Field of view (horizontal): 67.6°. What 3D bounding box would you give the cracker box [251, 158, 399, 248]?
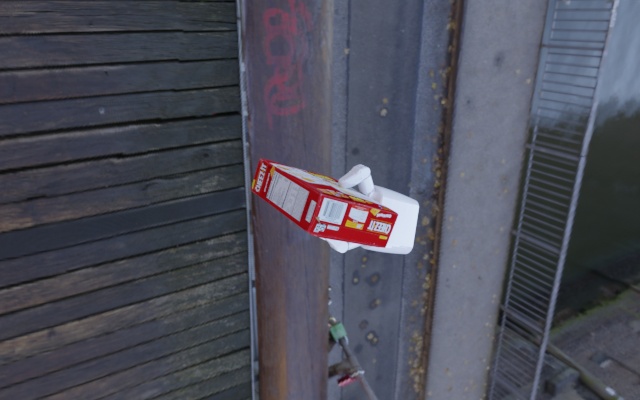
[{"bbox_3d":[0.000,0.003,0.816,0.164,0.072,0.213,13,10,-36],"label":"cracker box"}]
